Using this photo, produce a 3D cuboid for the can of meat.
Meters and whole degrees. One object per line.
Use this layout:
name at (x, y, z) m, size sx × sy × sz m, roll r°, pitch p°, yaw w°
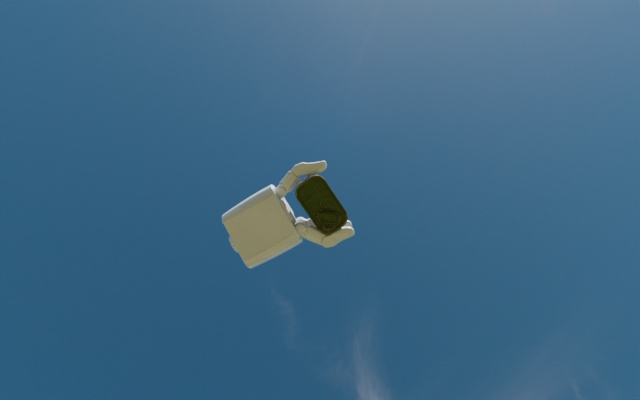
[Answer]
can of meat at (0.000, 0.003, 0.844) m, size 0.057 × 0.102 × 0.084 m, roll -34°, pitch 8°, yaw 2°
